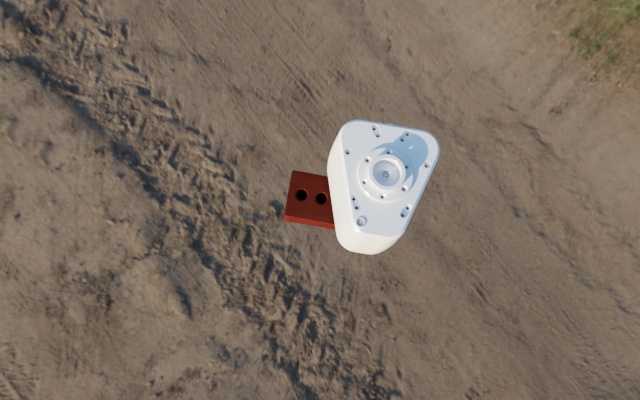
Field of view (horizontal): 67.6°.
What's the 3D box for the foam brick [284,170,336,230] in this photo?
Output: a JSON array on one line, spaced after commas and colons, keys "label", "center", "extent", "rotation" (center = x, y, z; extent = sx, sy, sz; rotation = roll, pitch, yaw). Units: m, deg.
[{"label": "foam brick", "center": [0.000, 0.002, 0.542], "extent": [0.078, 0.053, 0.051], "rotation": [9, -10, 0]}]
